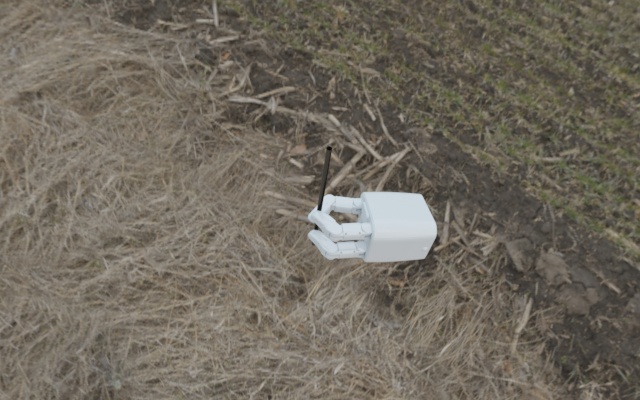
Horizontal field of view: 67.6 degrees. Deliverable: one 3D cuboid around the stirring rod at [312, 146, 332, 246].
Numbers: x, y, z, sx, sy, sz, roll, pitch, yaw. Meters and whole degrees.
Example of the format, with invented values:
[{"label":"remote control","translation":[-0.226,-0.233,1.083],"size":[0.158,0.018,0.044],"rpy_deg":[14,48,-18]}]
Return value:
[{"label":"stirring rod","translation":[0.000,0.002,0.748],"size":[0.011,0.011,0.240],"rpy_deg":[0,-38,-7]}]
